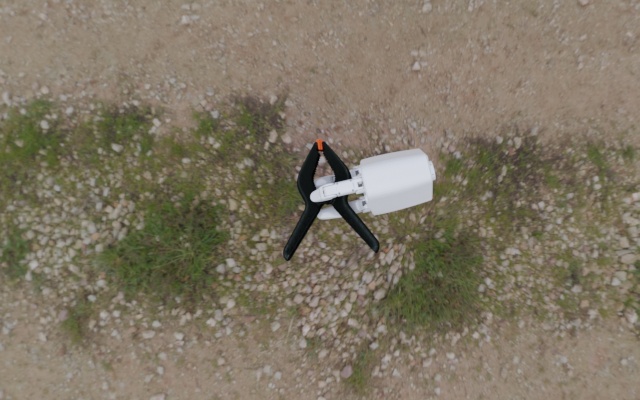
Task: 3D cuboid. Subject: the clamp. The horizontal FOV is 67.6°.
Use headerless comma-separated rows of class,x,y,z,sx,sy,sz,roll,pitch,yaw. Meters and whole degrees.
clamp,0.000,0.002,0.818,0.164,0.210,0.036,-13,-6,6
